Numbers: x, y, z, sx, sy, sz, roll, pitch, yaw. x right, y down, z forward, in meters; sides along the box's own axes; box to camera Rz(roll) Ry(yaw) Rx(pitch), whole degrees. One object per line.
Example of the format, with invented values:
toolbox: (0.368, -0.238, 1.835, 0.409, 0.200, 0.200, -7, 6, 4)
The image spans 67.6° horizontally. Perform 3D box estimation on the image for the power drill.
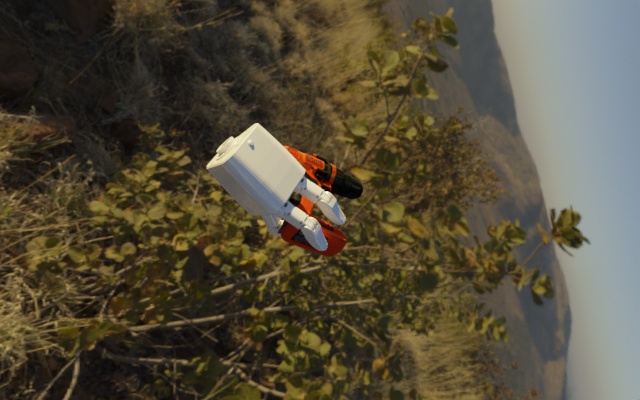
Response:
power drill: (0.000, 0.003, 0.819, 0.184, 0.187, 0.057, 21, -49, -22)
